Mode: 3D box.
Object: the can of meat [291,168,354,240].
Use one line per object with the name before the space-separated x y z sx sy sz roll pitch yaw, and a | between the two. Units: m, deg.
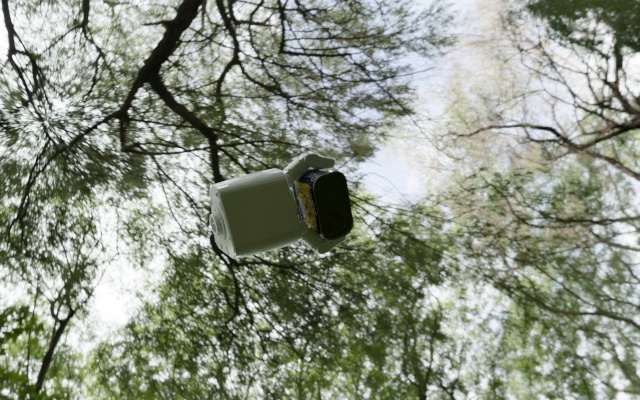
can of meat | 0.000 0.002 0.742 0.057 0.102 0.084 -19 17 -26
